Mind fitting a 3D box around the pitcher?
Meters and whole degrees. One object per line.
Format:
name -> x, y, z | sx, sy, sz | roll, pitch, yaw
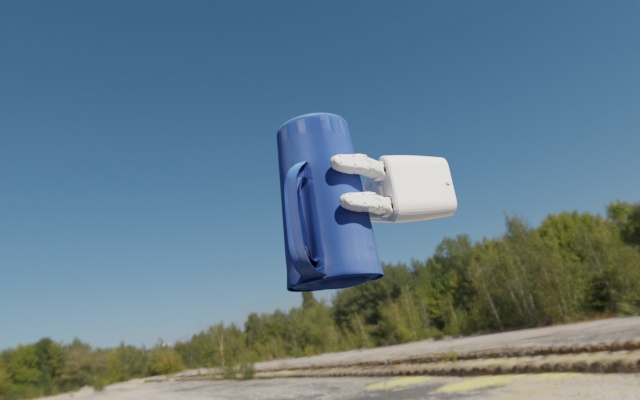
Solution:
pitcher -> 0.000, 0.002, 0.670 | 0.145, 0.242, 0.149 | -3, -17, -20
